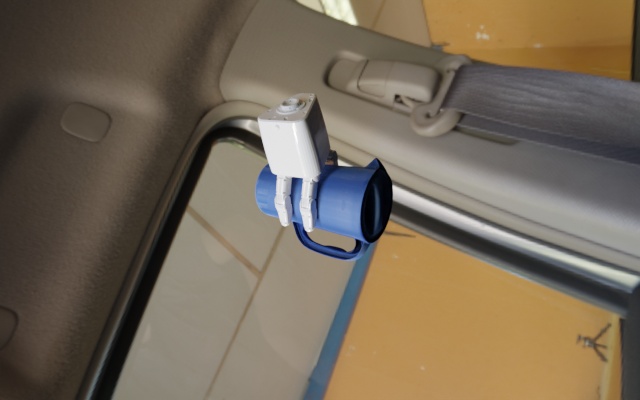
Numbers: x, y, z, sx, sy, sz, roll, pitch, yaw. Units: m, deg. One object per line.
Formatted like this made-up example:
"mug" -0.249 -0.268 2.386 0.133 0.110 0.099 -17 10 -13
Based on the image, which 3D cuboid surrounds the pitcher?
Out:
"pitcher" 0.000 0.003 0.886 0.243 0.145 0.149 10 42 30
